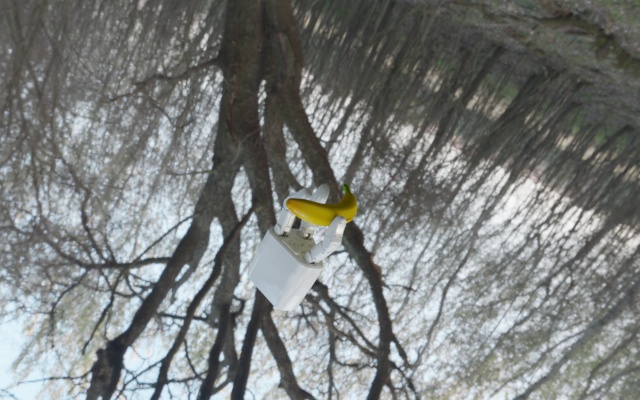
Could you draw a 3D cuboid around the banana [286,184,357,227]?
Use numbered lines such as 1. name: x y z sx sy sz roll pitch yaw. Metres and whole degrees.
1. banana: 0.015 0.014 0.805 0.069 0.037 0.198 43 26 17
